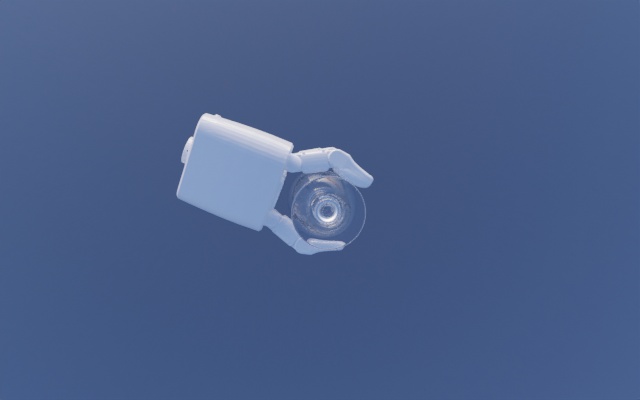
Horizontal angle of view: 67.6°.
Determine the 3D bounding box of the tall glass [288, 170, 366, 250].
[{"bbox_3d":[0.000,0.002,0.569,0.079,0.079,0.201,0,6,-4],"label":"tall glass"}]
